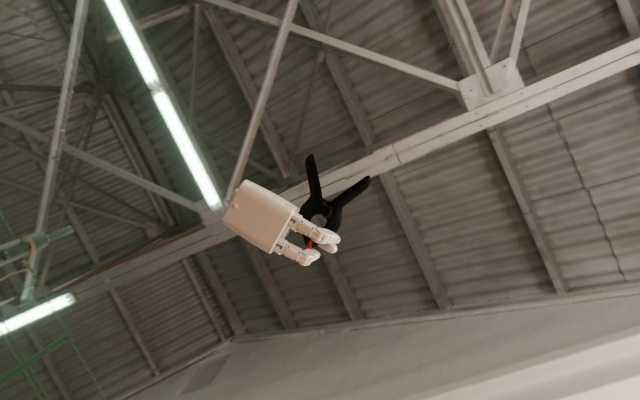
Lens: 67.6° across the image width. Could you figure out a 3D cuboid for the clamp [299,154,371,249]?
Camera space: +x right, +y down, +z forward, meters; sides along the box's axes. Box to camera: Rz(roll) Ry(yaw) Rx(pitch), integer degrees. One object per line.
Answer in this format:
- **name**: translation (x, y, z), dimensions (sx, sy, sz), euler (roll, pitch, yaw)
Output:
- **clamp**: translation (0.000, 0.003, 0.858), dimensions (0.120, 0.171, 0.039), euler (31, 15, 2)
